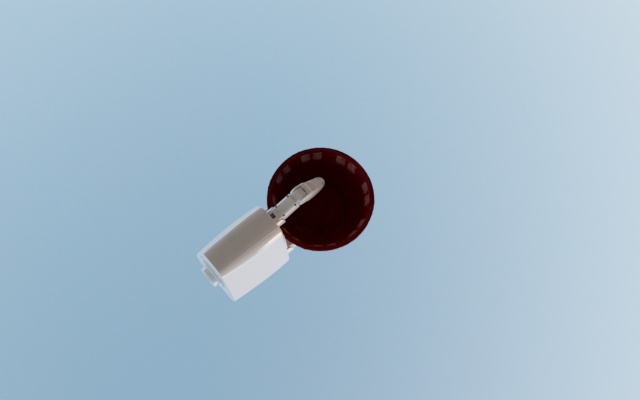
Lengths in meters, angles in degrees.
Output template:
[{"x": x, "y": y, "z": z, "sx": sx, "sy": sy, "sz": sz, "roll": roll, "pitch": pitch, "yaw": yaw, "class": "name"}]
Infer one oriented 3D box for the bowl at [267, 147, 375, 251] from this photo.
[{"x": 0.001, "y": 0.002, "z": 0.738, "sx": 0.162, "sy": 0.162, "sz": 0.055, "roll": 0, "pitch": -14, "yaw": 0, "class": "bowl"}]
